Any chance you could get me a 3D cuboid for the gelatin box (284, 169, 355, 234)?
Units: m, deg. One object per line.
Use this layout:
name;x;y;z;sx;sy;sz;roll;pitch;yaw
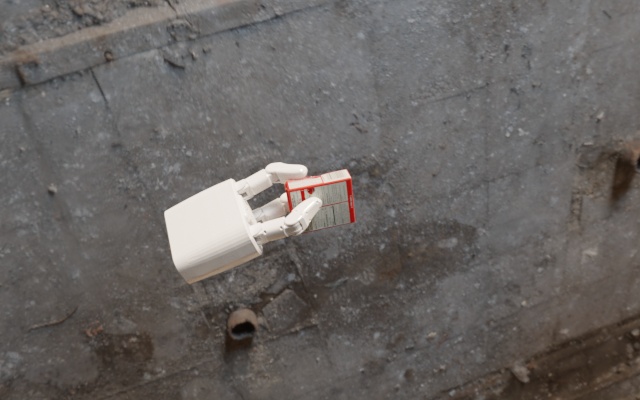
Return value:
gelatin box;0.001;0.002;0.655;0.089;0.073;0.030;-12;32;-5
